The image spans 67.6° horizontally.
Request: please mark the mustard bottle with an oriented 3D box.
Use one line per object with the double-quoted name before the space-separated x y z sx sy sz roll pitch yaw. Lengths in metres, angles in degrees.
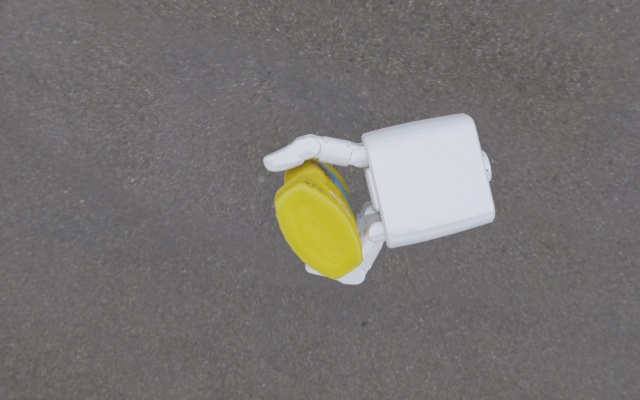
"mustard bottle" 0.000 0.002 0.500 0.058 0.096 0.191 -36 13 11
